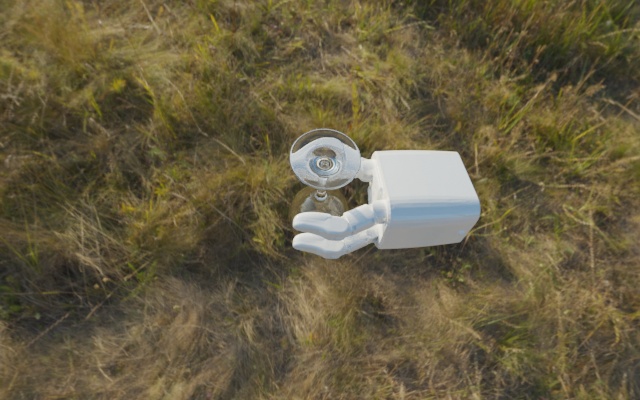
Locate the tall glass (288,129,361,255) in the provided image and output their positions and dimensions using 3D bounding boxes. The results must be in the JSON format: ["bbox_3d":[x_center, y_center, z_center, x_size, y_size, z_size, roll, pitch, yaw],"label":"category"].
[{"bbox_3d":[0.000,0.002,0.579,0.079,0.079,0.201,0,-27,-4],"label":"tall glass"}]
